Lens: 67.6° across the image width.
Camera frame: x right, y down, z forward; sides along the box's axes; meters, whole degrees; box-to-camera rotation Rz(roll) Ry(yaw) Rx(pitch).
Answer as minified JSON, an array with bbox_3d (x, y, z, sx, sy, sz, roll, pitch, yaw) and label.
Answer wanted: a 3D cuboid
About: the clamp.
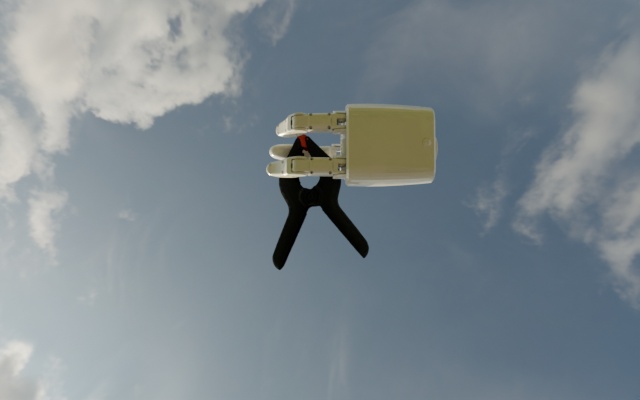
[{"bbox_3d":[0.000,0.002,0.602,0.120,0.171,0.039,0,-4,1],"label":"clamp"}]
